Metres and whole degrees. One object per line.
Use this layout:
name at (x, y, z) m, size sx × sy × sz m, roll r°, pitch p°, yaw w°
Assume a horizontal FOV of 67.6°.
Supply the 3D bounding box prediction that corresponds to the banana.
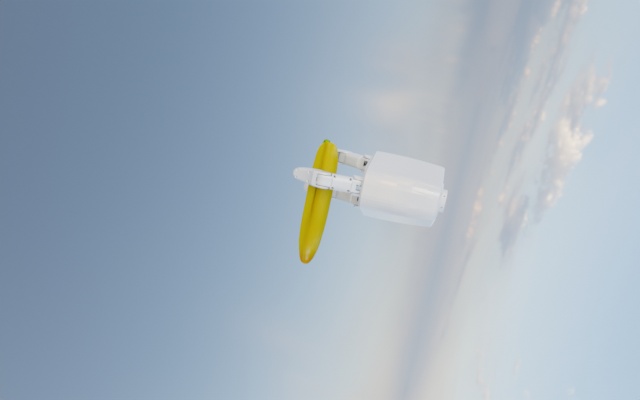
banana at (-0.001, -0.005, 0.703) m, size 0.037 × 0.197 × 0.070 m, roll 11°, pitch -11°, yaw 7°
